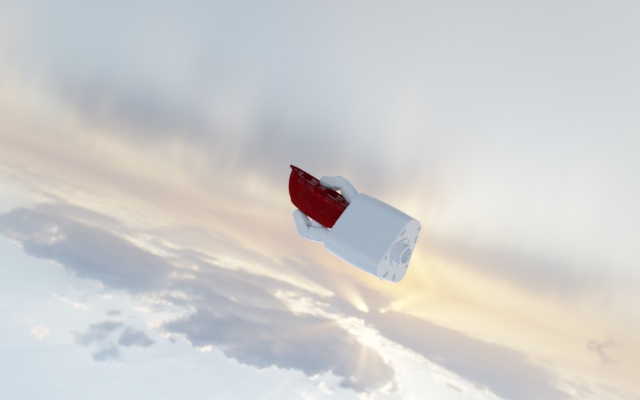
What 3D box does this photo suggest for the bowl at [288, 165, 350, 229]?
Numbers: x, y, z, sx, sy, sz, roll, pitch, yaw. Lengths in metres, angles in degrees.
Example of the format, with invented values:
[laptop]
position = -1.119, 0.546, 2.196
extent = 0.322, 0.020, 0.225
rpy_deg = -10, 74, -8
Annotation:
[bowl]
position = -0.001, 0.003, 0.842
extent = 0.162, 0.055, 0.162
rpy_deg = 33, 6, -4
